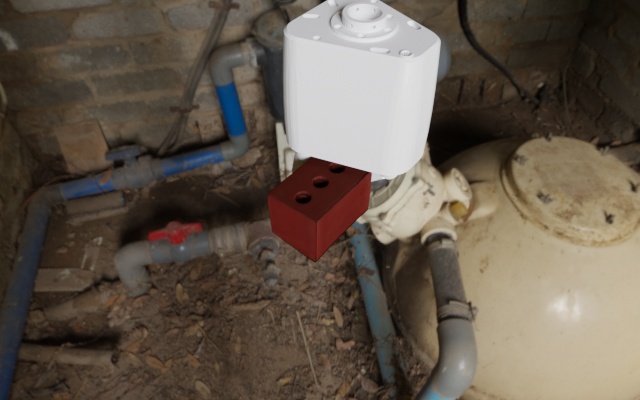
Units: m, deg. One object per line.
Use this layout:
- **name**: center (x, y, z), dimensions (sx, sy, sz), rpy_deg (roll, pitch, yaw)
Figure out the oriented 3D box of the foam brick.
- **foam brick**: center (0.000, 0.002, 0.408), dimensions (0.053, 0.051, 0.078), rpy_deg (30, 55, 25)
